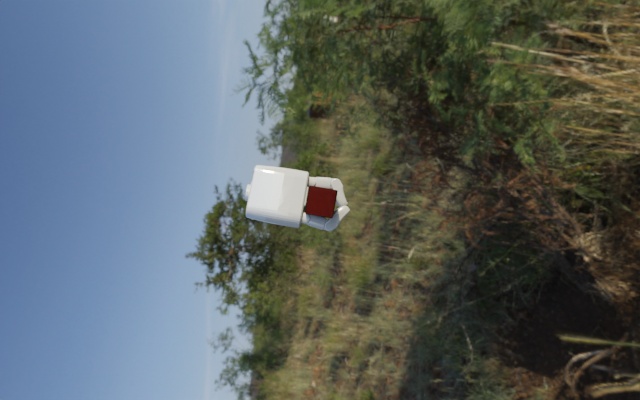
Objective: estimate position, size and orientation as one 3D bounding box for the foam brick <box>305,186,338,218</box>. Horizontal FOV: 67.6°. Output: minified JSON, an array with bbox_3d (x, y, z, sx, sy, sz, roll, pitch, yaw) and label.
[{"bbox_3d":[0.000,0.003,0.890,0.051,0.053,0.078,10,-1,-2],"label":"foam brick"}]
